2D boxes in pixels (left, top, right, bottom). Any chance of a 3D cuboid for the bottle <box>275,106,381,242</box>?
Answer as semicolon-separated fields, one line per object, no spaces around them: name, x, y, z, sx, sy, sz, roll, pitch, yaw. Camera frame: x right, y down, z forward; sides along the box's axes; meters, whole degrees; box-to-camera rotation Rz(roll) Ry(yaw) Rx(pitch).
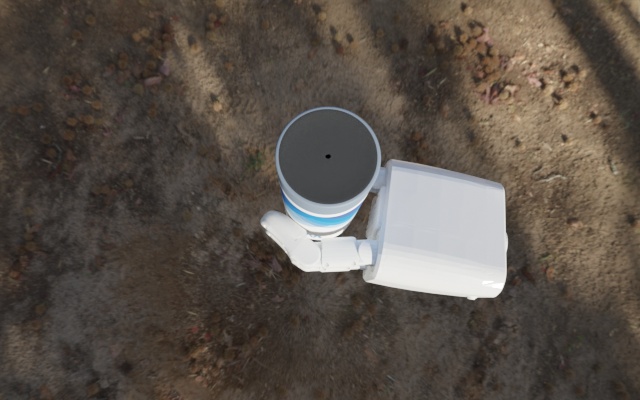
bottle;0.000;0.001;0.440;0.069;0.069;0.296;0;-11;-2
